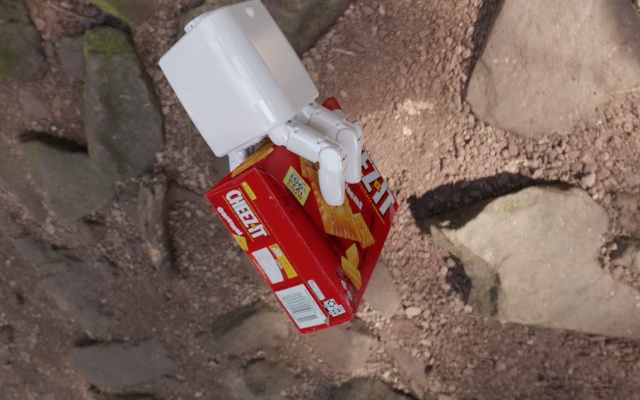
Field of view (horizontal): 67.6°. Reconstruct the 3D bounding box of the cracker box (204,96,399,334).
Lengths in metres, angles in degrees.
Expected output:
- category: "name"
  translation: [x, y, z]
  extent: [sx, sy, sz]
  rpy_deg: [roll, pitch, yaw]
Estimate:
- category: "cracker box"
  translation: [0.000, 0.002, 0.497]
  extent: [0.072, 0.164, 0.213]
  rpy_deg: [-23, 17, 31]
